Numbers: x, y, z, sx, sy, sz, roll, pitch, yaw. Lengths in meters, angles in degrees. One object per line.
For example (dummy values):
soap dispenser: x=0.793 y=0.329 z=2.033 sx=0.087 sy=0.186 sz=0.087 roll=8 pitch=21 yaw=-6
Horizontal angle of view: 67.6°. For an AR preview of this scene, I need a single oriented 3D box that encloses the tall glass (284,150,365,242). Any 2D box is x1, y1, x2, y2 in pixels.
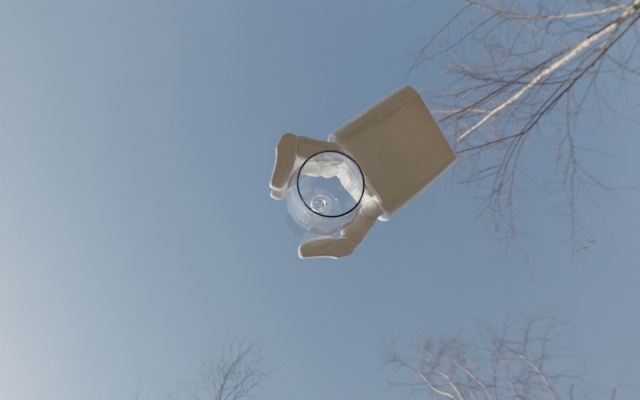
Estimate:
tall glass: x=0.000 y=0.002 z=0.521 sx=0.079 sy=0.079 sz=0.201 roll=0 pitch=-10 yaw=-5
